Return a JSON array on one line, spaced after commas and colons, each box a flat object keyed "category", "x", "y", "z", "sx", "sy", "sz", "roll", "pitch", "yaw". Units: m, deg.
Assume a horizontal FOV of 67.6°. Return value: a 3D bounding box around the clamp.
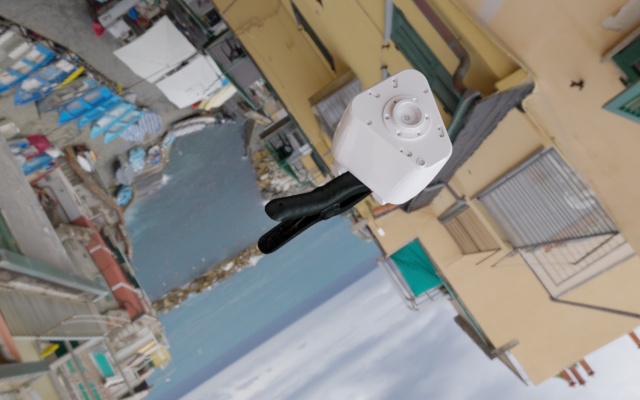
[{"category": "clamp", "x": 0.001, "y": 0.002, "z": 0.563, "sx": 0.171, "sy": 0.039, "sz": 0.120, "roll": -31, "pitch": -11, "yaw": -15}]
